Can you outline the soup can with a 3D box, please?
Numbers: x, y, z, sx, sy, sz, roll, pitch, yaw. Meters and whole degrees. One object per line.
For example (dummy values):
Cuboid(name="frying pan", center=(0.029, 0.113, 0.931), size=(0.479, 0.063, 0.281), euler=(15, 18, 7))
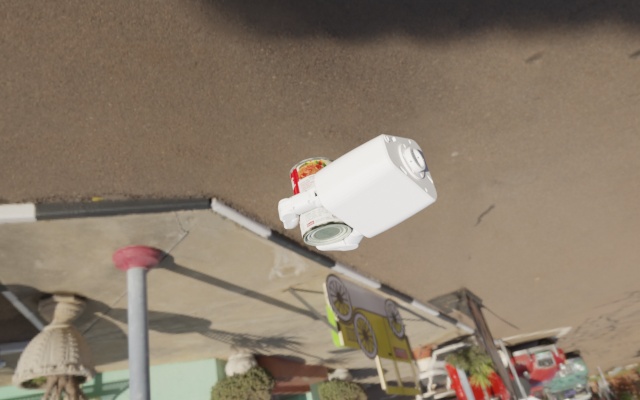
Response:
Cuboid(name="soup can", center=(0.000, 0.003, 0.649), size=(0.068, 0.102, 0.068), euler=(-10, -27, -5))
